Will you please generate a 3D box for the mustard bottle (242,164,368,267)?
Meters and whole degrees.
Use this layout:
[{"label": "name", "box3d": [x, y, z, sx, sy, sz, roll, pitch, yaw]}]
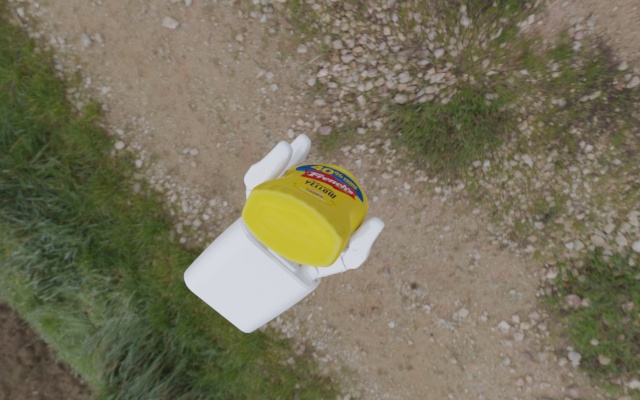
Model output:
[{"label": "mustard bottle", "box3d": [0.000, 0.001, 0.498, 0.096, 0.058, 0.191, 28, 20, 9]}]
